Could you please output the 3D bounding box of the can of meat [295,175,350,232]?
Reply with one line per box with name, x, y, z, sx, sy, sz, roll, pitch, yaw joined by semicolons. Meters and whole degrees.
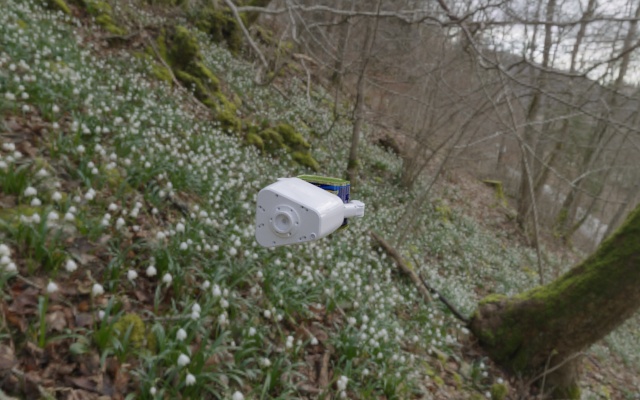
can of meat;0.000;0.002;0.835;0.102;0.084;0.057;8;12;22
